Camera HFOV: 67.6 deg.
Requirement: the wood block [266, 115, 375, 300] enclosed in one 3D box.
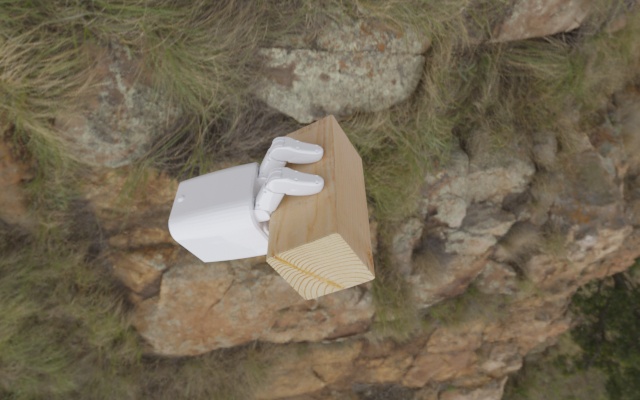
[{"bbox_3d":[0.000,0.002,0.584,0.090,0.206,0.091,-22,-49,19],"label":"wood block"}]
